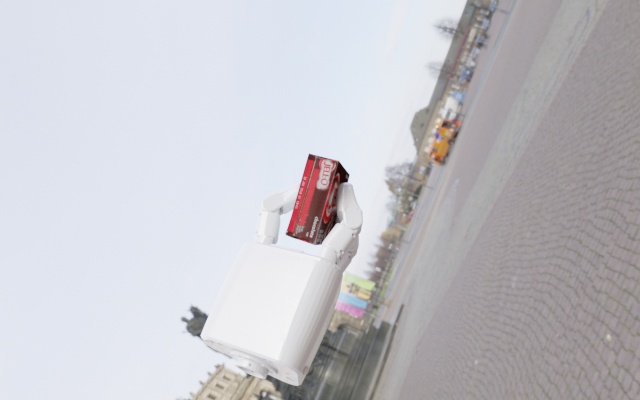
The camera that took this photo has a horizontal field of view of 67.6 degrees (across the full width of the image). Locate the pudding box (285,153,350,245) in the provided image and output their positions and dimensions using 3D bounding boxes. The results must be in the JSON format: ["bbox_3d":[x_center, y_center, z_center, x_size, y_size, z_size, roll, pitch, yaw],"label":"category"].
[{"bbox_3d":[0.000,0.002,0.536,0.039,0.090,0.113,17,-1,8],"label":"pudding box"}]
